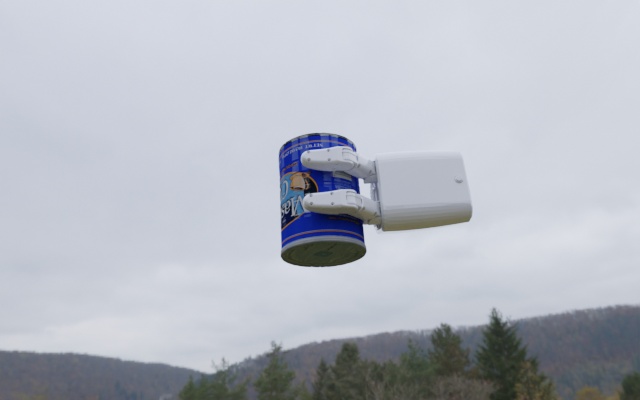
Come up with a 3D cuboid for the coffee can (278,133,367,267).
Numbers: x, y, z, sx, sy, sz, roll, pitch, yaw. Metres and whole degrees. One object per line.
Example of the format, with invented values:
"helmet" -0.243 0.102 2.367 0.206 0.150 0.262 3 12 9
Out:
"coffee can" 0.000 0.002 0.595 0.103 0.140 0.103 -3 -24 -1
